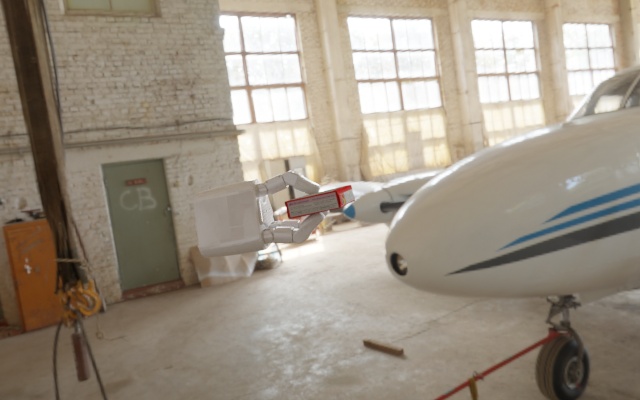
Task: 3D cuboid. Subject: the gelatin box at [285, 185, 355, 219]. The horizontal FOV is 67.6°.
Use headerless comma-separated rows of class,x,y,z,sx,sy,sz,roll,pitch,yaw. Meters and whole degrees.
gelatin box,0.000,0.002,0.738,0.089,0.030,0.073,-13,3,22
